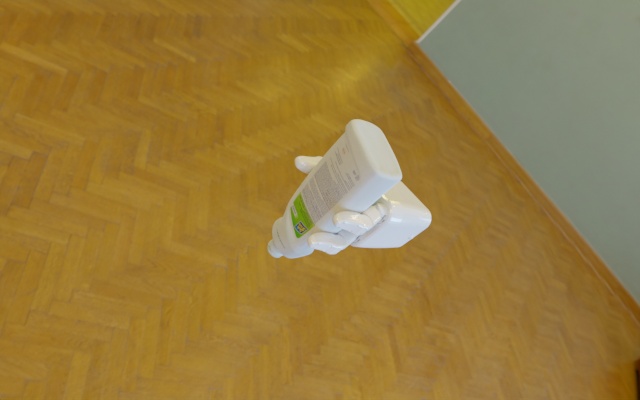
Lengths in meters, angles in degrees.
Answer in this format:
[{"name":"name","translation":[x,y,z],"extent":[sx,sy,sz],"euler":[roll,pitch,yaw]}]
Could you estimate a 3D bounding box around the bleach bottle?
[{"name":"bleach bottle","translation":[0.000,0.002,0.688],"extent":[0.068,0.102,0.251],"euler":[8,-39,-42]}]
